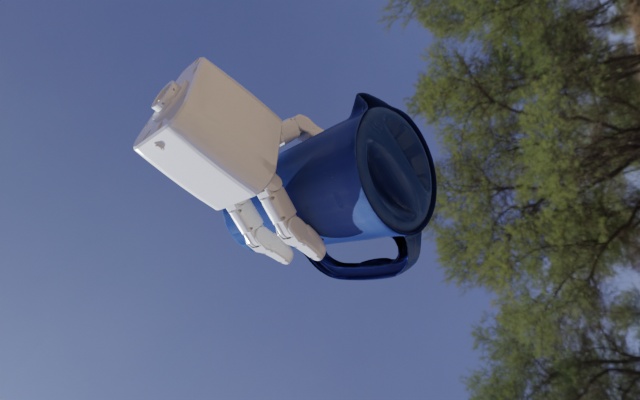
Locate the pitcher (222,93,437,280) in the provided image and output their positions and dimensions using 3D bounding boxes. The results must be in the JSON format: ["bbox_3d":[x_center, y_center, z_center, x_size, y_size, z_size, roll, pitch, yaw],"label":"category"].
[{"bbox_3d":[0.000,0.002,0.543,0.243,0.149,0.145,-17,-44,43],"label":"pitcher"}]
